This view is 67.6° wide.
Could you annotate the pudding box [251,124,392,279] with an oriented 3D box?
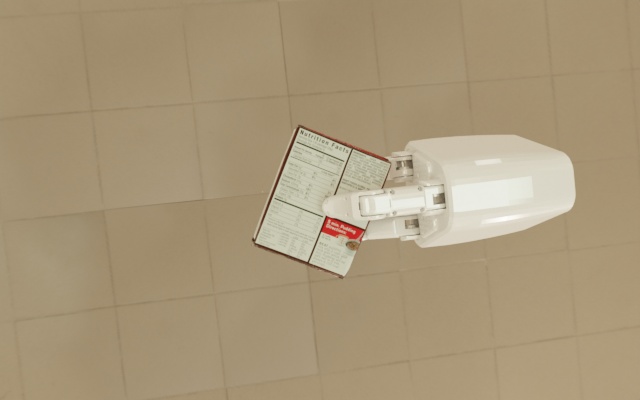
[{"bbox_3d":[0.000,0.001,0.420,0.090,0.113,0.039,22,-1,-6],"label":"pudding box"}]
